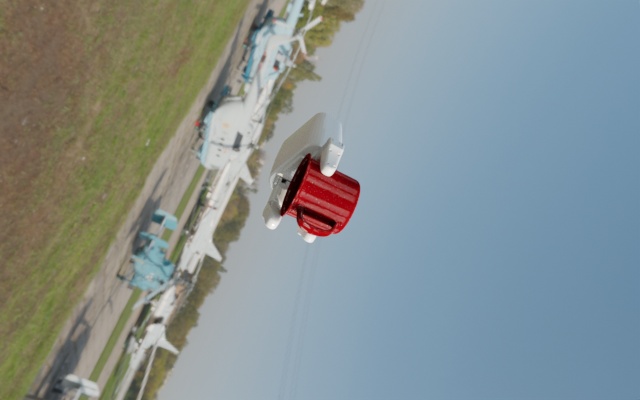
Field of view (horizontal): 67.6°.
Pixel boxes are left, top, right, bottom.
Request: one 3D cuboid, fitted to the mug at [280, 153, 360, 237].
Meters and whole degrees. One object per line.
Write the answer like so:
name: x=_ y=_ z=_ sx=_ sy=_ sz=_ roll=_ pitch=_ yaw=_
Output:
mug: x=0.000 y=0.003 z=0.638 sx=0.081 sy=0.093 sz=0.117 roll=24 pitch=38 yaw=-12
